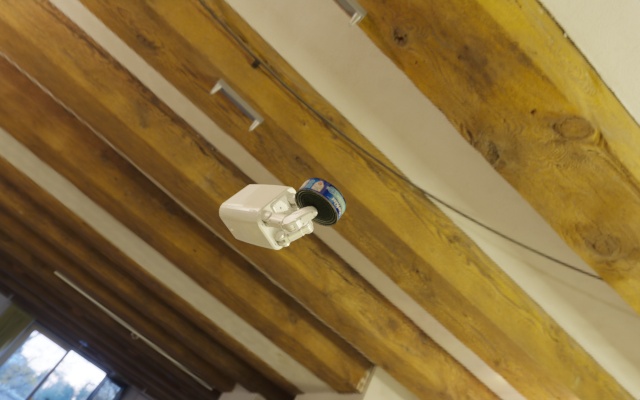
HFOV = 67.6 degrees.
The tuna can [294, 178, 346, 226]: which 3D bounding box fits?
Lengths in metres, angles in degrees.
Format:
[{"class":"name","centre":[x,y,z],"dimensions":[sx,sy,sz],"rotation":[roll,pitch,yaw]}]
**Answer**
[{"class":"tuna can","centre":[0.000,0.002,0.814],"dimensions":[0.086,0.086,0.033],"rotation":[0,43,45]}]
